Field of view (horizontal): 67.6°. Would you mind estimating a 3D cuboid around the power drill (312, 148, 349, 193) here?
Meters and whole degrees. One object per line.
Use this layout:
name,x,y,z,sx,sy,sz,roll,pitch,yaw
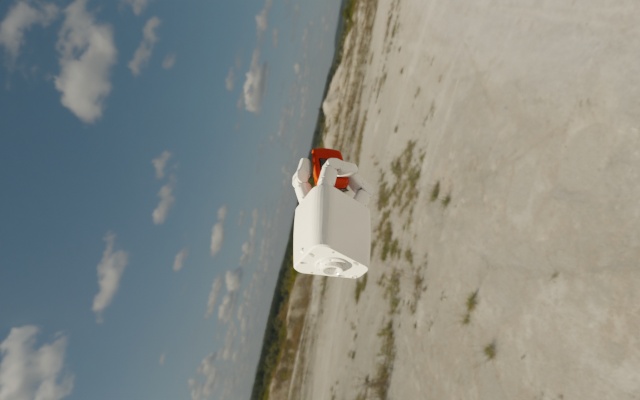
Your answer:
power drill,0.000,0.003,0.862,0.057,0.188,0.184,1,38,-11
